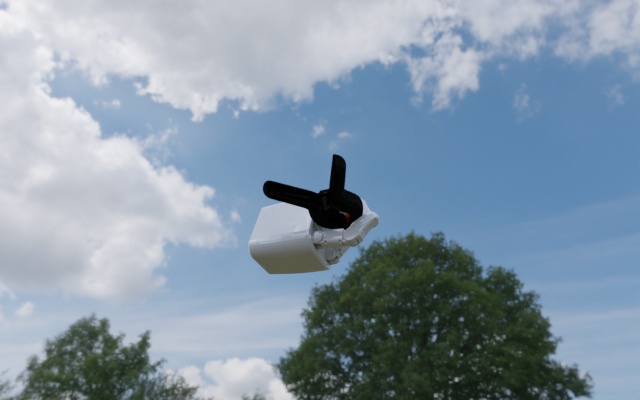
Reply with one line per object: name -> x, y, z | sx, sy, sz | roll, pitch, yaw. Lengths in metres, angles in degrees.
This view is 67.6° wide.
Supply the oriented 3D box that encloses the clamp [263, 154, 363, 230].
clamp -> 0.000, 0.002, 0.676 | 0.120, 0.039, 0.172 | -10, -36, 18
